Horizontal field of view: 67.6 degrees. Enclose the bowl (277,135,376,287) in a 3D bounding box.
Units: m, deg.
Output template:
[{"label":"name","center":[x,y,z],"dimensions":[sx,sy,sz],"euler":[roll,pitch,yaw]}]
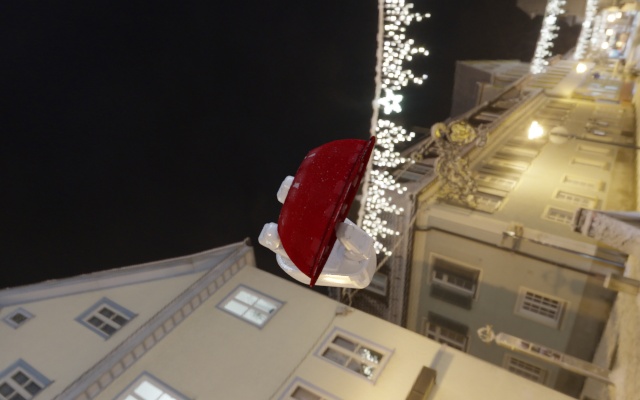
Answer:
[{"label":"bowl","center":[0.000,0.001,0.477],"dimensions":[0.055,0.162,0.162],"euler":[23,2,5]}]
